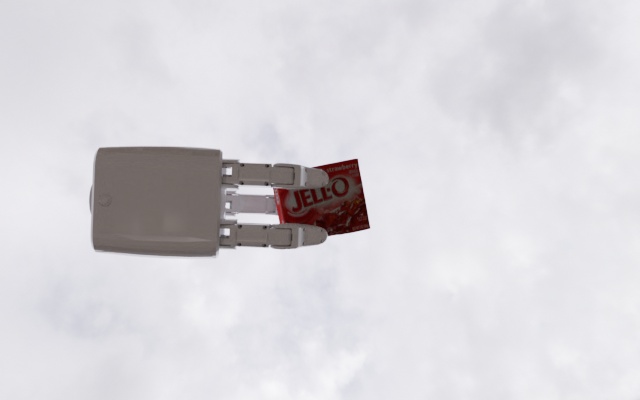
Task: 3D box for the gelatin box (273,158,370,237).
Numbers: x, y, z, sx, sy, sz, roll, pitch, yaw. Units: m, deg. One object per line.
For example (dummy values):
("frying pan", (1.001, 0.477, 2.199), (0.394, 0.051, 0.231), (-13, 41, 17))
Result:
("gelatin box", (0.000, 0.002, 0.480), (0.089, 0.073, 0.030), (-11, 3, -16))
